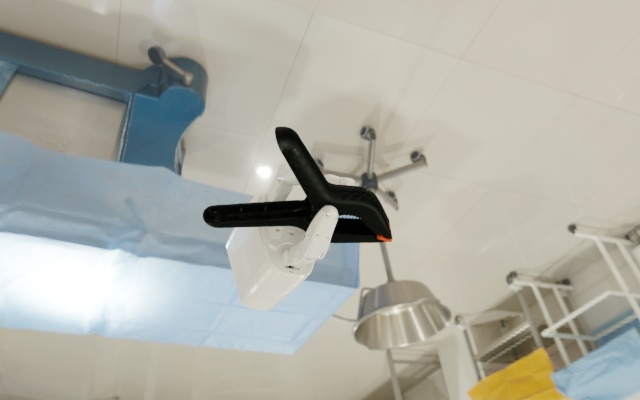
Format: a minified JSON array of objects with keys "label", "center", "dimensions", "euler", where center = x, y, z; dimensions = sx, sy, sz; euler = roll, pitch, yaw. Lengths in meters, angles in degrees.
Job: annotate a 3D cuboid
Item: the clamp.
[{"label":"clamp","center":[0.000,0.003,0.508],"dimensions":[0.210,0.036,0.165],"euler":[15,-38,-24]}]
